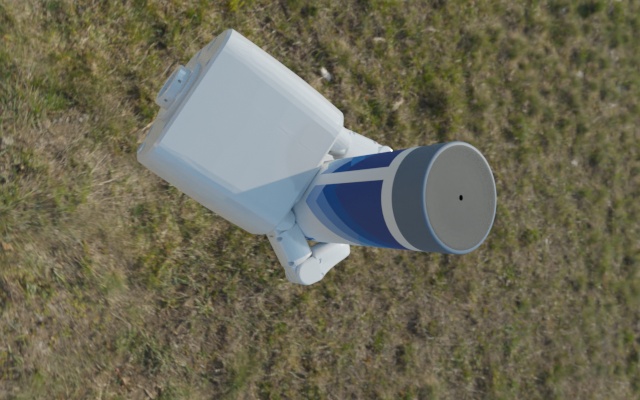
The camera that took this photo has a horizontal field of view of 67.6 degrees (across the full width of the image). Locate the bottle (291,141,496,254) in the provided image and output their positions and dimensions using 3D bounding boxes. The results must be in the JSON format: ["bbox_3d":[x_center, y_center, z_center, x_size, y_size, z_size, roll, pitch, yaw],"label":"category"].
[{"bbox_3d":[0.000,0.001,0.400,0.069,0.069,0.296,0,-1,-34],"label":"bottle"}]
